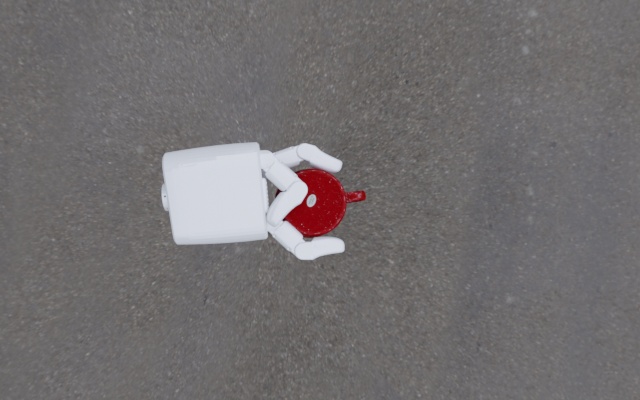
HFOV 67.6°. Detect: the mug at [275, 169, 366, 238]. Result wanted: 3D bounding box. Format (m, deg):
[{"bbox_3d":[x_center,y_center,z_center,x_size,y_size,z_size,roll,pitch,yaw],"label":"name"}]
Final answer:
[{"bbox_3d":[0.002,0.002,0.605,0.117,0.093,0.081,-5,-1,-5],"label":"mug"}]
